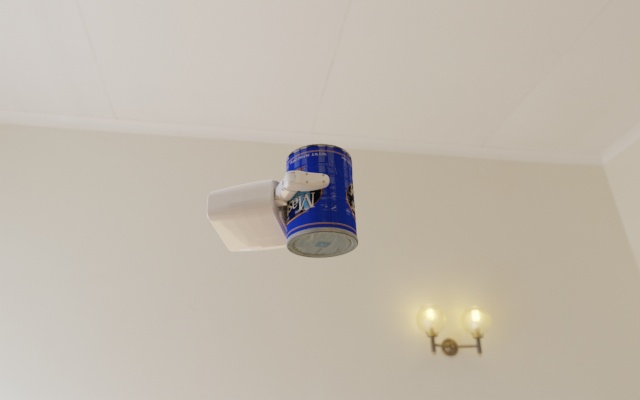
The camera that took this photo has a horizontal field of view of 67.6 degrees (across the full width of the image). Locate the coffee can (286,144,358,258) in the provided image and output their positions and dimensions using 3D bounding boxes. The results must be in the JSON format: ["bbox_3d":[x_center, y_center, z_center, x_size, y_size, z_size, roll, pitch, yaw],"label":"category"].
[{"bbox_3d":[0.000,0.002,0.710,0.103,0.140,0.103,-2,-27,-1],"label":"coffee can"}]
